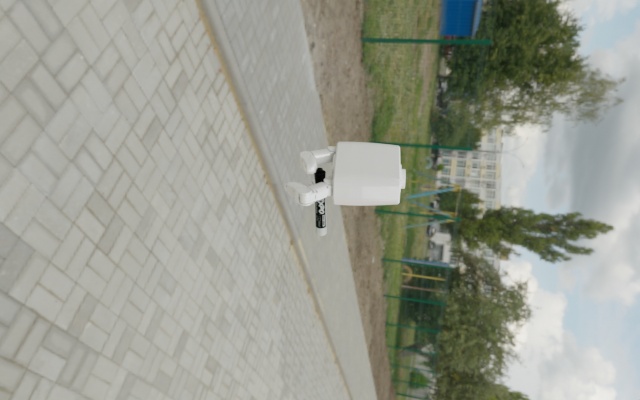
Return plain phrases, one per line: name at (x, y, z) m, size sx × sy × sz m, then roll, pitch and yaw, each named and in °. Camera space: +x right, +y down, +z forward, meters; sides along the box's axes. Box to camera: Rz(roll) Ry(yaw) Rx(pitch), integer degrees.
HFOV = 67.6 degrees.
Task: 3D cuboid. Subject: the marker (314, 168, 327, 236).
marker at (0.000, 0.003, 0.782) m, size 0.020 × 0.121 × 0.020 m, roll -1°, pitch 29°, yaw 1°
